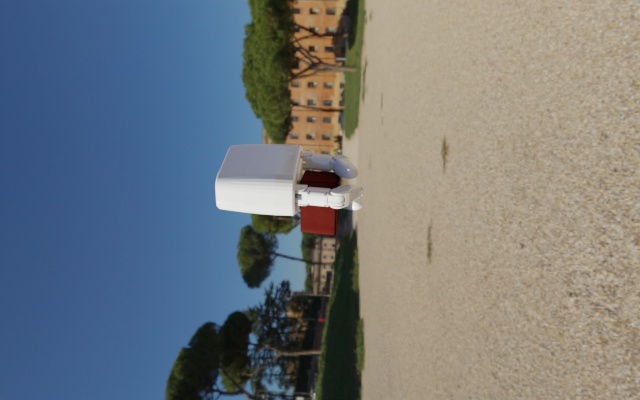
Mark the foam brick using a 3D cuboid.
[{"bbox_3d":[0.000,0.003,0.672,0.051,0.078,0.053,3,21,4],"label":"foam brick"}]
